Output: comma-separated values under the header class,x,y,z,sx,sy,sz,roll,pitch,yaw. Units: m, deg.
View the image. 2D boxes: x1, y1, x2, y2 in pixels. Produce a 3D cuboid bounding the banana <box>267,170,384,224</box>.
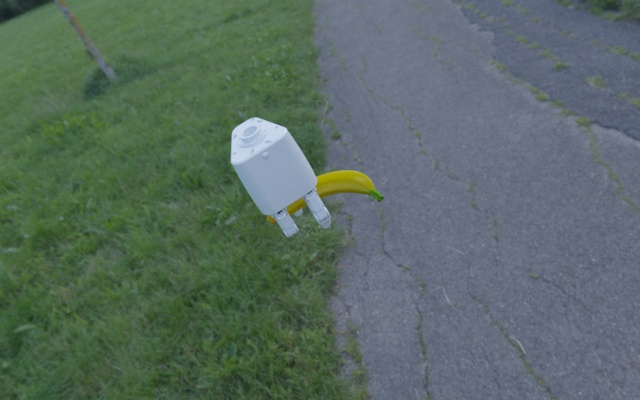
class,x,y,z,sx,sy,sz,roll,pitch,yaw
banana,0.002,-0.012,0.803,0.198,0.069,0.037,-13,-42,10
